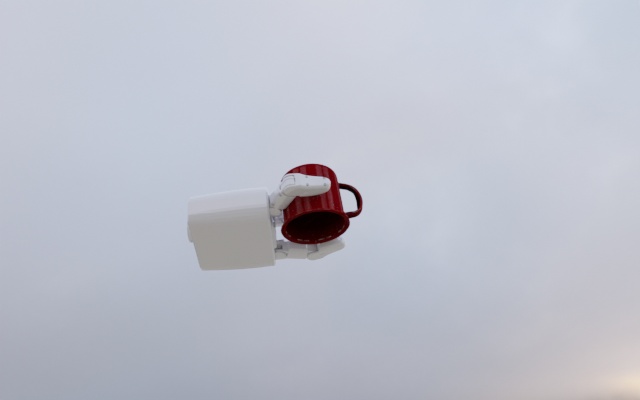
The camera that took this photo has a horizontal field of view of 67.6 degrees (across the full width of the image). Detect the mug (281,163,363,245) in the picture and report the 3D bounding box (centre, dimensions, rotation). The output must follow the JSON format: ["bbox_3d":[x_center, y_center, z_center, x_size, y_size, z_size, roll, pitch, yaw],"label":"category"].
[{"bbox_3d":[0.002,0.002,0.658,0.117,0.081,0.093,-6,-32,-5],"label":"mug"}]
